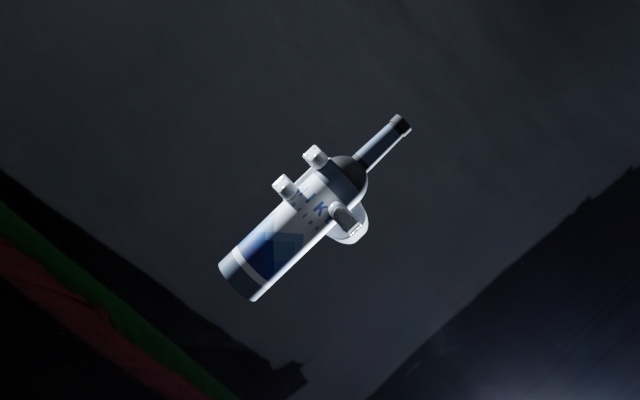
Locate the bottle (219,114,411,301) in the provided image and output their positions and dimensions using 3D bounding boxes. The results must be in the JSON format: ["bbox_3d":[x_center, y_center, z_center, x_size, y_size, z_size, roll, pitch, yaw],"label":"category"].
[{"bbox_3d":[0.000,0.002,0.606,0.295,0.069,0.069,-44,0,0],"label":"bottle"}]
